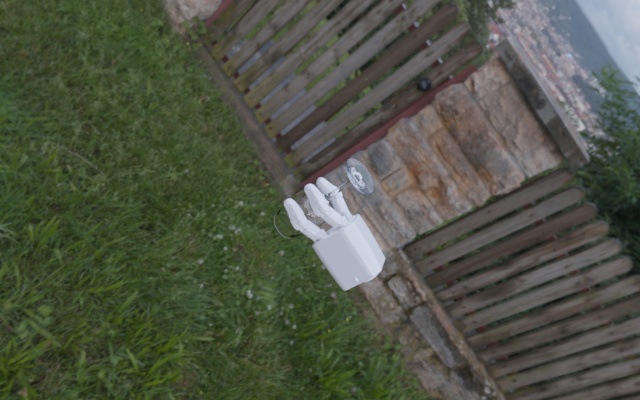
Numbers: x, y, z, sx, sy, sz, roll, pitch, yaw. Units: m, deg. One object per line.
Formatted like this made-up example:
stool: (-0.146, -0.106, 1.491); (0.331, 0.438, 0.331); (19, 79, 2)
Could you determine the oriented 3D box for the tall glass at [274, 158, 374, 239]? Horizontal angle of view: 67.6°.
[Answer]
tall glass: (0.001, 0.002, 0.899); (0.201, 0.079, 0.079); (-33, -19, 32)
